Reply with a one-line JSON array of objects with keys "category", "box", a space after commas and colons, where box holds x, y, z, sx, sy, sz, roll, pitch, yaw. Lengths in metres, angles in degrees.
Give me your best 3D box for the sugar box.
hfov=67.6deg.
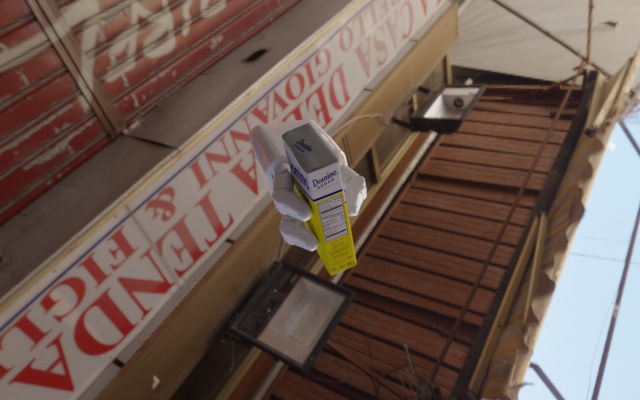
[{"category": "sugar box", "box": [0.000, 0.002, 0.598, 0.048, 0.176, 0.093, -24, 42, -9]}]
